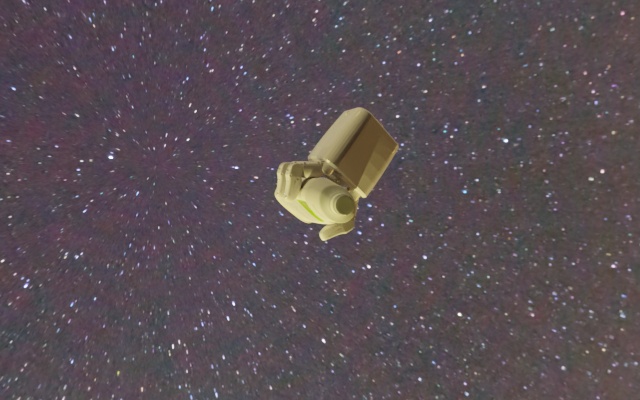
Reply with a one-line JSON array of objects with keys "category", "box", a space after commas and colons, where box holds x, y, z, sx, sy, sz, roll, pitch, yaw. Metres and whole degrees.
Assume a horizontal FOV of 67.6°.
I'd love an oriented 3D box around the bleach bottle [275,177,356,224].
[{"category": "bleach bottle", "box": [0.000, 0.003, 0.778, 0.102, 0.068, 0.251, 38, -8, -17]}]
